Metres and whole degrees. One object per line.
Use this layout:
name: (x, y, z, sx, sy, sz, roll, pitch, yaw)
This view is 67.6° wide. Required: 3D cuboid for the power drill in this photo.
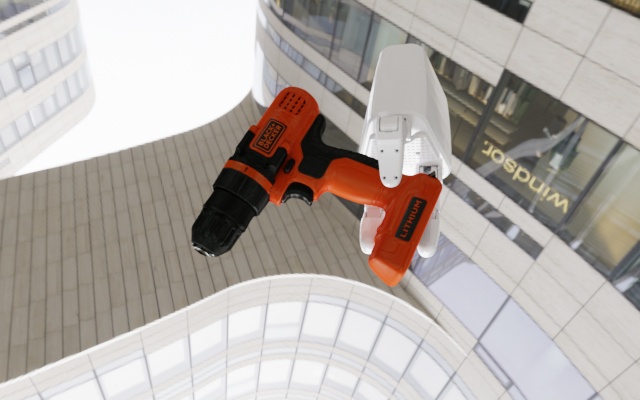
power drill: (0.001, 0.001, 0.433, 0.187, 0.184, 0.057, 28, -19, 5)
